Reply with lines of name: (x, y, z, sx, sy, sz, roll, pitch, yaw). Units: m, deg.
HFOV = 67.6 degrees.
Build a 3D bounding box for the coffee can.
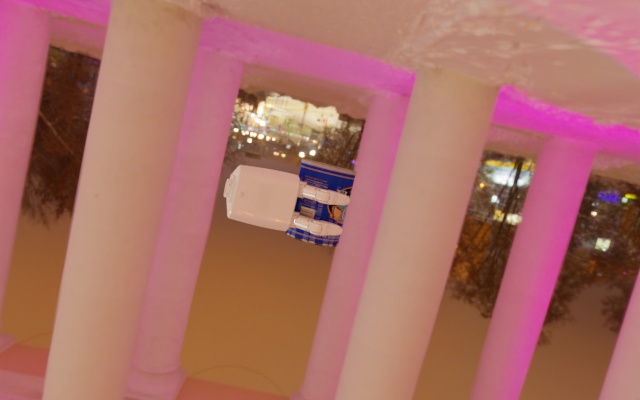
coffee can: (0.000, 0.003, 0.875, 0.103, 0.140, 0.103, 14, 6, -1)
